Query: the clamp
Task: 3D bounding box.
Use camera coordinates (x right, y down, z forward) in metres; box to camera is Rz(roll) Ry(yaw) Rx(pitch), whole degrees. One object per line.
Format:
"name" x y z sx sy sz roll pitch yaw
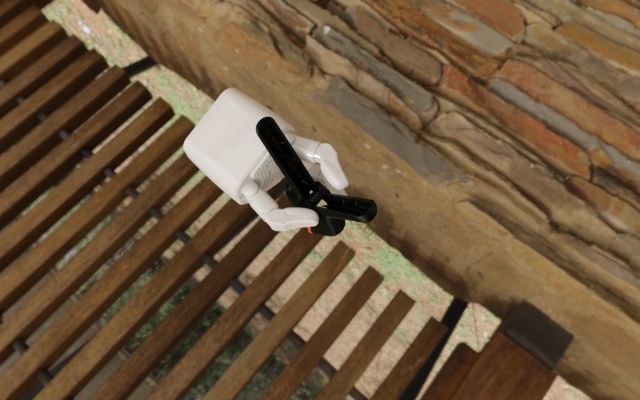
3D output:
"clamp" -0.001 0.003 0.583 0.164 0.036 0.210 39 -17 21
